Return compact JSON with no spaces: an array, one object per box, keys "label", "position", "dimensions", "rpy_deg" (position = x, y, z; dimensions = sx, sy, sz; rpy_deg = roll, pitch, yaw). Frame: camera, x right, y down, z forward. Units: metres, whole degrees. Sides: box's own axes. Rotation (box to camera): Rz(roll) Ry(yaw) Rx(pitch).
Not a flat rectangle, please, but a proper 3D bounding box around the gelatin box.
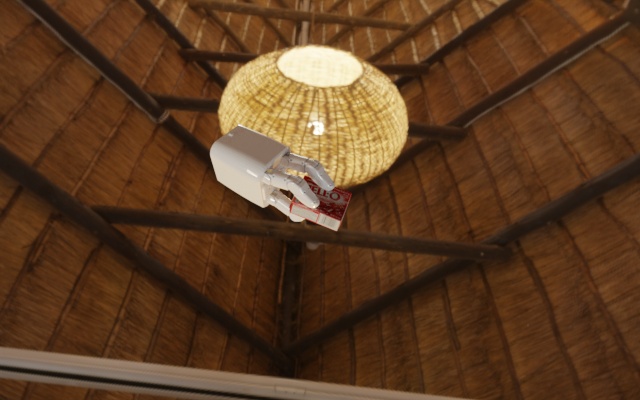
[{"label":"gelatin box","position":[0.000,0.003,0.804],"dimensions":[0.089,0.030,0.073],"rpy_deg":[22,45,2]}]
